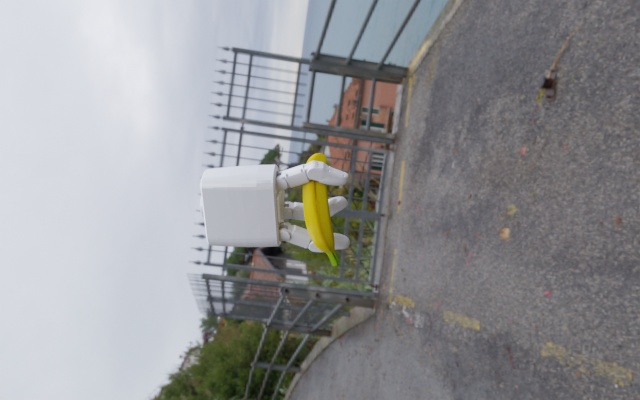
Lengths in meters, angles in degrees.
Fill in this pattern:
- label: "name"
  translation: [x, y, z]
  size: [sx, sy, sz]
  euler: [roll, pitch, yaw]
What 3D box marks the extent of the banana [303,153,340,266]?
- label: "banana"
  translation: [-0.004, -0.005, 0.694]
  size: [0.037, 0.197, 0.070]
  euler: [-11, -34, 9]
